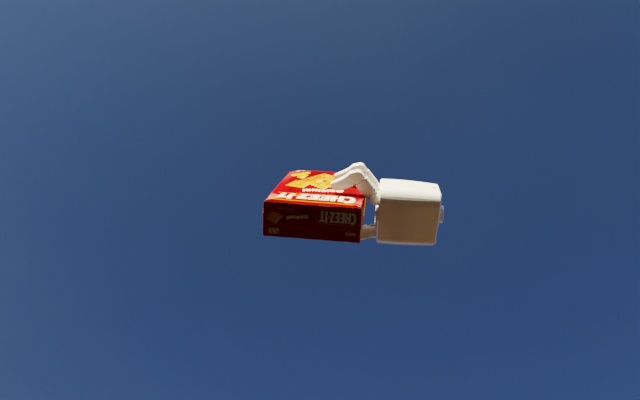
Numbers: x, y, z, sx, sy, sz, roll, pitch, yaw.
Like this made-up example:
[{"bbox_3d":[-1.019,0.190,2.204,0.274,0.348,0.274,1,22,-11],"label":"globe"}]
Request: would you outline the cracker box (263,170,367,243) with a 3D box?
[{"bbox_3d":[0.000,0.003,0.874,0.164,0.072,0.213,3,17,8],"label":"cracker box"}]
